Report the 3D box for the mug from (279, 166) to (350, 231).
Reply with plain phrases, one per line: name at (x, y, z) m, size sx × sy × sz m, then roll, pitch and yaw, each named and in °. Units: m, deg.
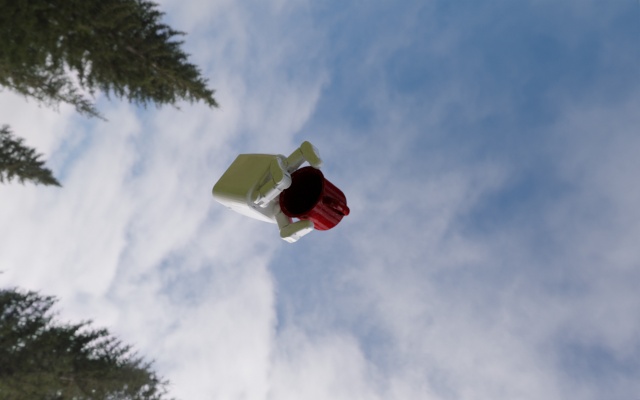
mug at (0.001, 0.003, 0.794) m, size 0.117 × 0.093 × 0.081 m, roll 12°, pitch -16°, yaw 42°
